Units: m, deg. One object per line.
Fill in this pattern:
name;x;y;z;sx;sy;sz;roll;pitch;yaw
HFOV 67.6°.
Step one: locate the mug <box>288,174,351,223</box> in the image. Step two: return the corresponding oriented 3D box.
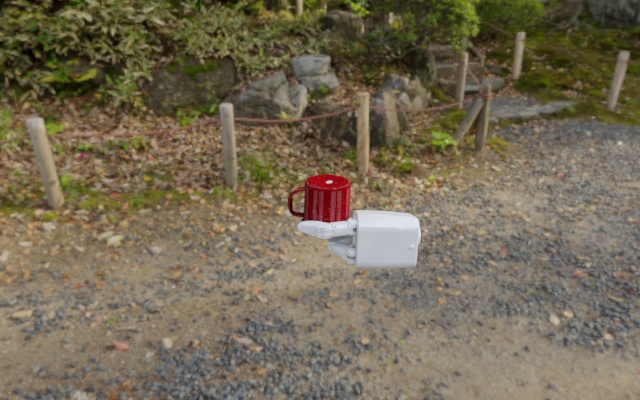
mug;-0.001;0.003;0.847;0.117;0.081;0.093;2;21;0
